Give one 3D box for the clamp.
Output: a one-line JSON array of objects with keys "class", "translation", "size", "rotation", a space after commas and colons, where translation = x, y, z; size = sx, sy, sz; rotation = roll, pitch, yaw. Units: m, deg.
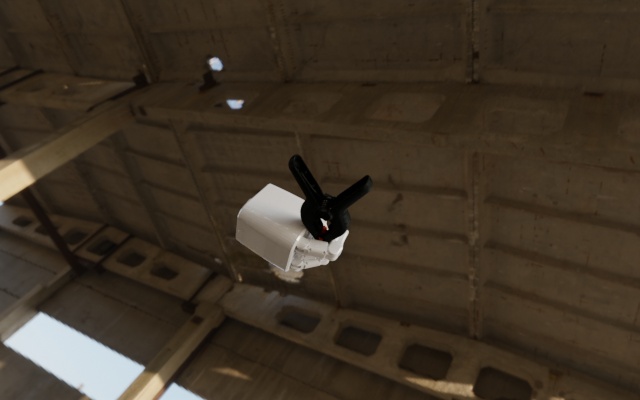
[{"class": "clamp", "translation": [0.000, 0.002, 0.709], "size": [0.120, 0.039, 0.172], "rotation": [27, -41, 7]}]
